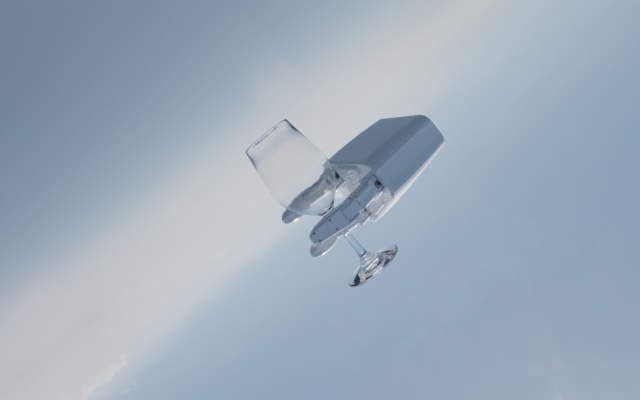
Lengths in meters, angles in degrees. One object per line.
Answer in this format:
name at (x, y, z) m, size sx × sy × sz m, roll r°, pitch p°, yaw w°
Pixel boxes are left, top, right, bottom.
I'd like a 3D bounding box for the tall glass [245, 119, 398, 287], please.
tall glass at (0.000, 0.002, 0.558) m, size 0.079 × 0.201 × 0.079 m, roll -39°, pitch 7°, yaw 6°
